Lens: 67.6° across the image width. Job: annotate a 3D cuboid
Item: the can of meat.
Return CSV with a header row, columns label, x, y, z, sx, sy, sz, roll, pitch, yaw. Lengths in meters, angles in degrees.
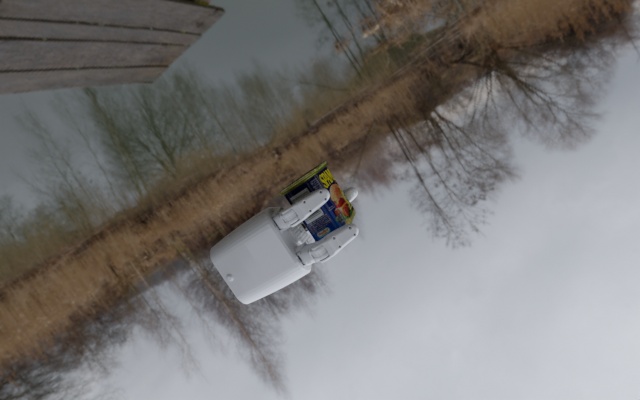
label,x,y,z,sx,sy,sz,roll,pitch,yaw
can of meat,0.000,0.002,0.627,0.057,0.084,0.102,-32,5,15
